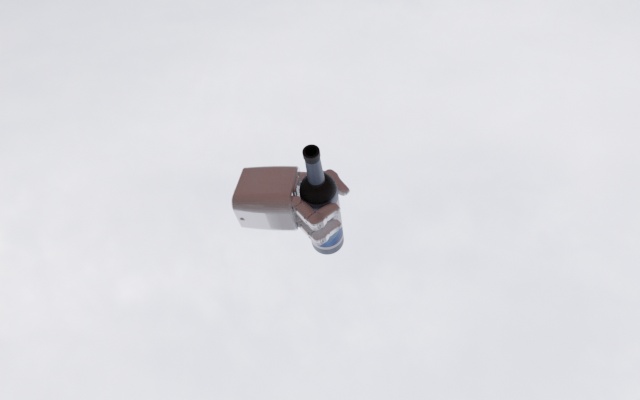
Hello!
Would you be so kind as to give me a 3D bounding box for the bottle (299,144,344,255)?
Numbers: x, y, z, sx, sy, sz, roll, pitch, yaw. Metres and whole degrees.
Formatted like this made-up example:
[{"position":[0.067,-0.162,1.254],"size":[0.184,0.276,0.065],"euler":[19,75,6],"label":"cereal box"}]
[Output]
[{"position":[0.000,0.003,0.850],"size":[0.069,0.069,0.296],"euler":[0,-32,7],"label":"bottle"}]
